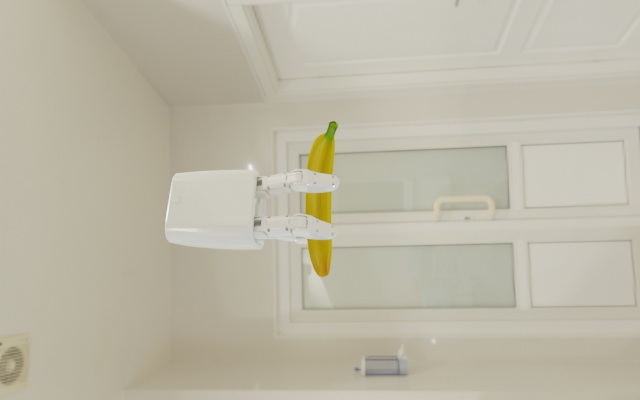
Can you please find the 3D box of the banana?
[{"bbox_3d":[-0.001,-0.001,0.631,0.037,0.198,0.069,2,-1,-4],"label":"banana"}]
